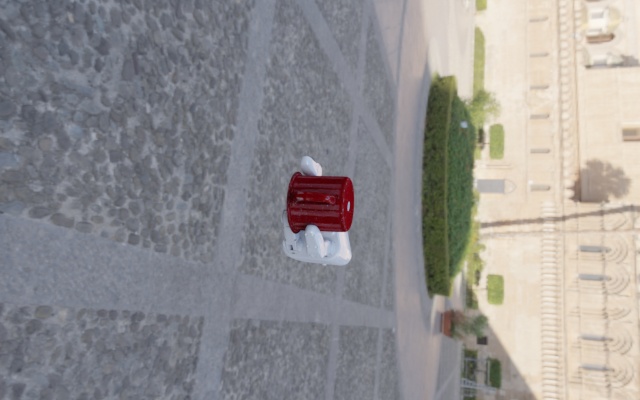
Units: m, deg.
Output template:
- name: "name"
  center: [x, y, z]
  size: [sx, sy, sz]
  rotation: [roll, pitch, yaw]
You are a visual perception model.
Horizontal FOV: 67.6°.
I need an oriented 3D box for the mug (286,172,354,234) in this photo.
- name: "mug"
  center: [0.000, 0.002, 0.689]
  size: [0.081, 0.093, 0.117]
  rotation: [2, -11, 15]
